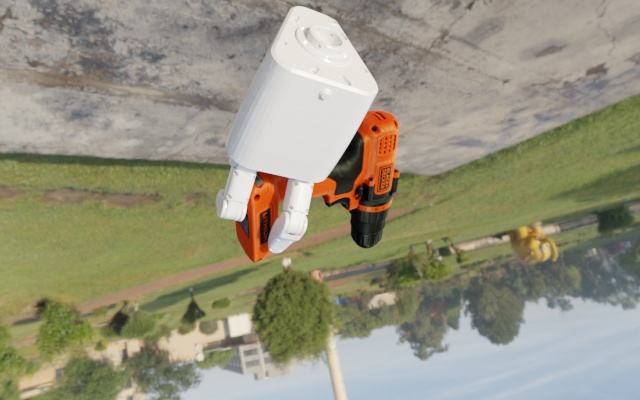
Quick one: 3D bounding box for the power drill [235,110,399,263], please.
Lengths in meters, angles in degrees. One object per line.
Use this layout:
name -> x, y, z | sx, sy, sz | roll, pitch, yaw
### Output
power drill -> 0.000, 0.002, 0.529 | 0.187, 0.185, 0.057 | -19, 40, -25
